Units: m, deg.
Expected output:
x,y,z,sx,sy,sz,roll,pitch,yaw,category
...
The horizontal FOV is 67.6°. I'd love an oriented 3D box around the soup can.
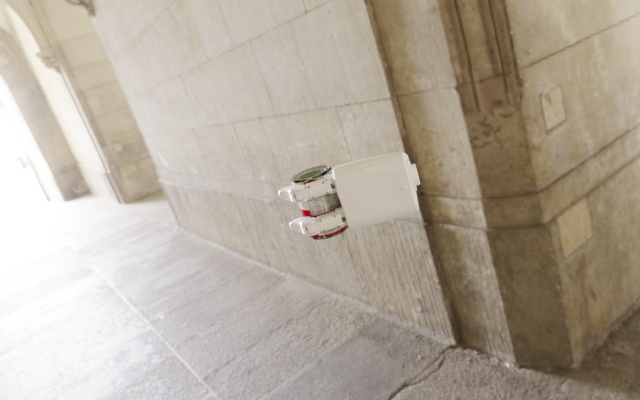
x,y,z,sx,sy,sz,roll,pitch,yaw,category
0.000,0.002,0.760,0.068,0.102,0.068,-17,17,5,soup can
